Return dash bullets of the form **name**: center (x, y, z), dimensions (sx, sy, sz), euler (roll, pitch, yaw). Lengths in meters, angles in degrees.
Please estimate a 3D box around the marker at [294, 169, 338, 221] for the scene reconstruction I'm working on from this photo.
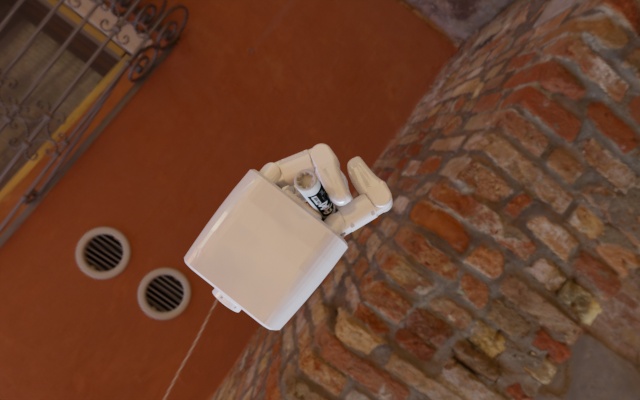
- **marker**: center (0.000, 0.001, 0.430), dimensions (0.020, 0.020, 0.121), euler (0, -17, 12)
